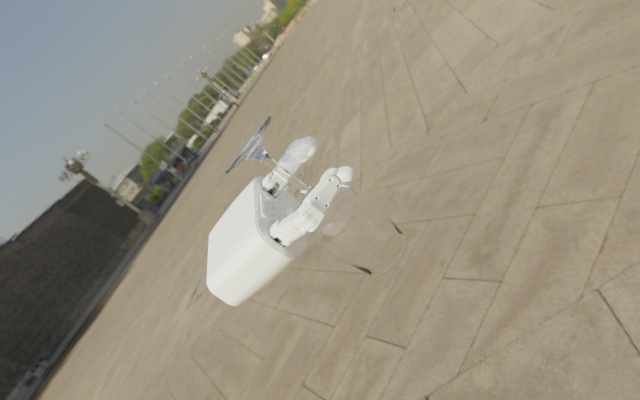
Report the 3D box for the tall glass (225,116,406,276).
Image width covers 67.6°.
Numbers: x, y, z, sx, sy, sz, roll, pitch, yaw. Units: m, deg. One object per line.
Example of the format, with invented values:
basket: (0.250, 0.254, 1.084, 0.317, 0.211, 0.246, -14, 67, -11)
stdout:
tall glass: (0.000, 0.001, 0.517, 0.201, 0.079, 0.079, 38, -12, -16)
